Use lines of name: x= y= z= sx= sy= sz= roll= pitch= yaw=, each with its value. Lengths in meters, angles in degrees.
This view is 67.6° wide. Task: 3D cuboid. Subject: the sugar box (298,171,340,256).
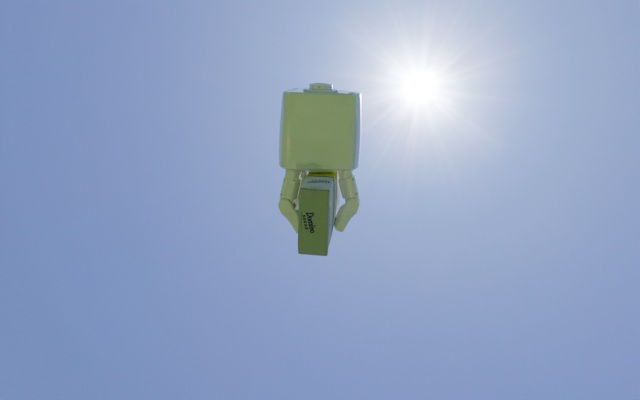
sugar box: x=0.000 y=0.002 z=0.688 sx=0.048 sy=0.093 sz=0.176 roll=4 pitch=18 yaw=8
